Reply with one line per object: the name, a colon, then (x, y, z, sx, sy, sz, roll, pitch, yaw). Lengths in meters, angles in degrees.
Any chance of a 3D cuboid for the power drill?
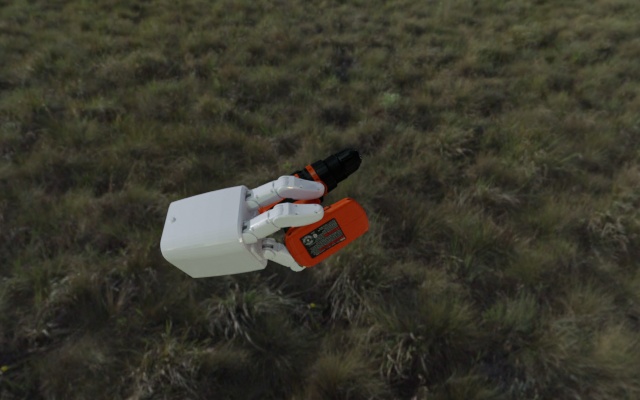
power drill: (0.000, 0.002, 0.665, 0.184, 0.057, 0.187, -34, 25, -1)
